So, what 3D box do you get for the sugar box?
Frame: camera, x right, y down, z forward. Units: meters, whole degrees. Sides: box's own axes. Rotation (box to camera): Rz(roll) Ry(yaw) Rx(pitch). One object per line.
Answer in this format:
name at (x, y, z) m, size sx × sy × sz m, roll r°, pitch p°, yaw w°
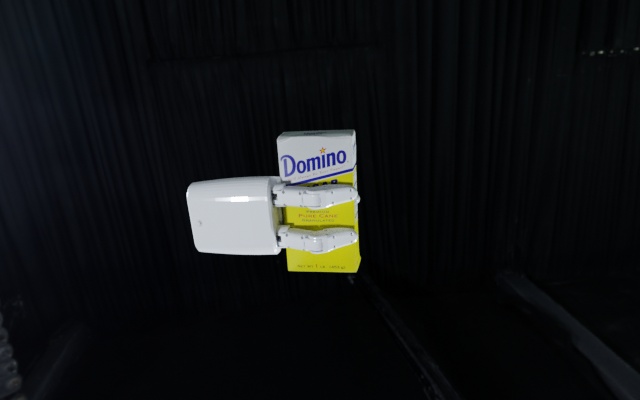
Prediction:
sugar box at (0.000, 0.002, 0.601) m, size 0.093 × 0.176 × 0.048 m, roll -1°, pitch 20°, yaw 10°
